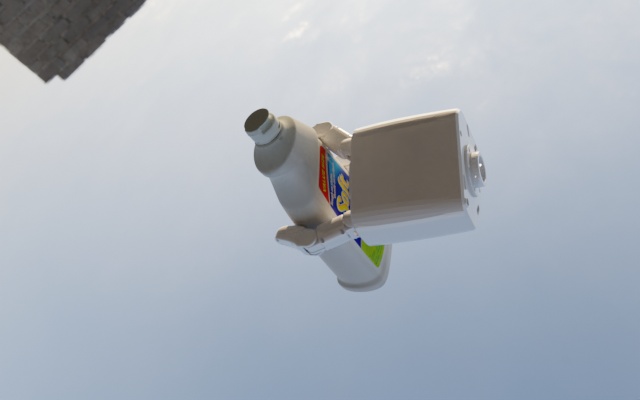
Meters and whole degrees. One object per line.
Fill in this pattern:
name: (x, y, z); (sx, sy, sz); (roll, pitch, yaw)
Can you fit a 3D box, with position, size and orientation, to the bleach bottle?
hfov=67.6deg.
bleach bottle: (0.000, 0.002, 0.518); (0.068, 0.102, 0.251); (-8, -38, 30)
